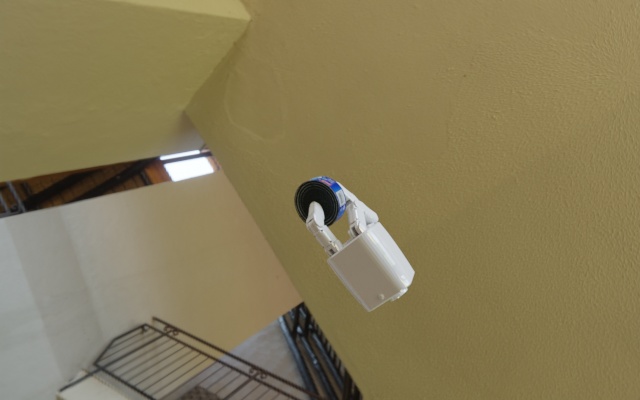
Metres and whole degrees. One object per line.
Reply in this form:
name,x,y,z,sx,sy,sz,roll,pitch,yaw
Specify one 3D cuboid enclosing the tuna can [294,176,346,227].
tuna can,0.000,0.002,0.816,0.086,0.086,0.033,0,17,29
